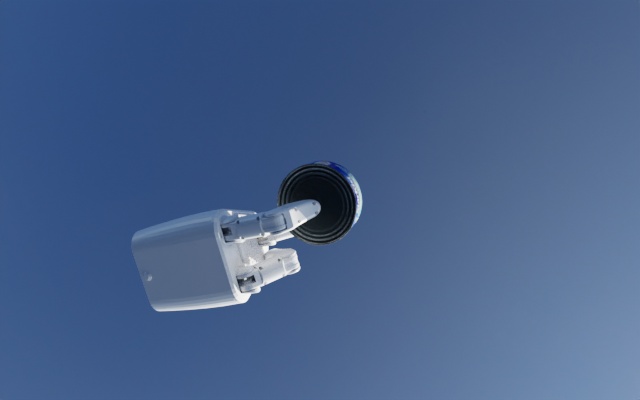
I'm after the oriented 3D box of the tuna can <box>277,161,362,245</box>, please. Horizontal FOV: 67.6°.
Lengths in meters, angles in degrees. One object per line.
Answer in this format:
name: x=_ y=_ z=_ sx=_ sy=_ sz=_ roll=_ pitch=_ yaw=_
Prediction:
tuna can: x=0.000 y=0.002 z=0.503 sx=0.086 sy=0.086 sz=0.033 roll=0 pitch=11 yaw=18
